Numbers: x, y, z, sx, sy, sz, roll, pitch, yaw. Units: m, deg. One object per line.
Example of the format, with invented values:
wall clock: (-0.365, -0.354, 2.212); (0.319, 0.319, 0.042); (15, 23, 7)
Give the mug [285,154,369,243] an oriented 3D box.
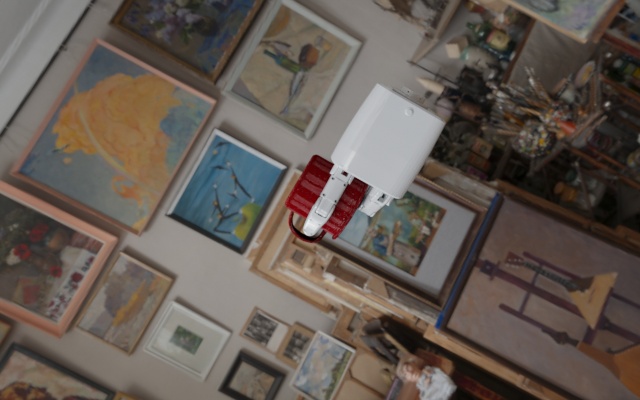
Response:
mug: (-0.001, 0.003, 0.635); (0.081, 0.117, 0.093); (30, 16, -3)
